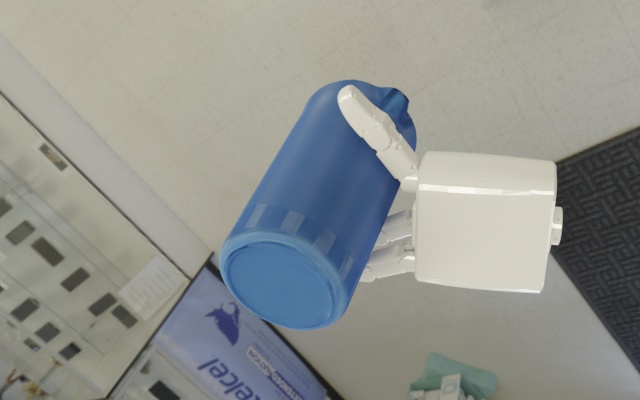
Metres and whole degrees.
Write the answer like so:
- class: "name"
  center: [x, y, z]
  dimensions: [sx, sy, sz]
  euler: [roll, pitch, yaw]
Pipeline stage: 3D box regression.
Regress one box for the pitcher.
- class: "pitcher"
  center: [0.000, 0.001, 0.456]
  dimensions: [0.145, 0.149, 0.242]
  euler: [5, 39, 19]
